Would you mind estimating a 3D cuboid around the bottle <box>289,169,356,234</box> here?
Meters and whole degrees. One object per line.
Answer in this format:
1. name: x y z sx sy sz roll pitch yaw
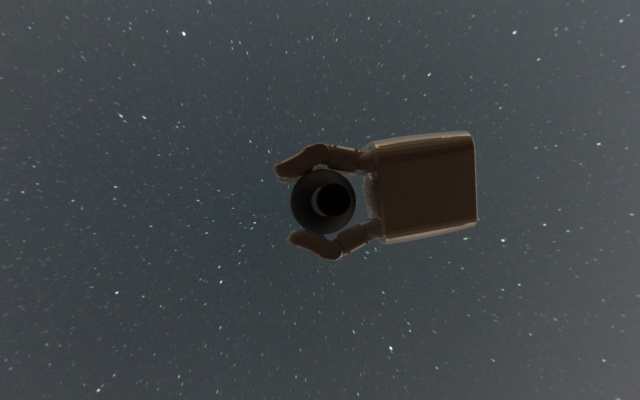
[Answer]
1. bottle: 0.000 0.002 0.519 0.069 0.069 0.296 0 -1 -4
